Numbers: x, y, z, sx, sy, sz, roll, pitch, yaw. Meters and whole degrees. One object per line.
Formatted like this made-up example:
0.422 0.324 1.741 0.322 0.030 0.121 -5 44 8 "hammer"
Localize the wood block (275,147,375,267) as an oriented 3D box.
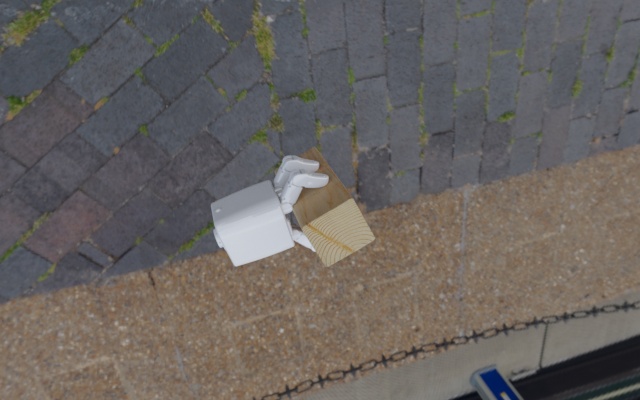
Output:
0.000 0.003 0.795 0.090 0.091 0.206 -31 33 0 "wood block"
